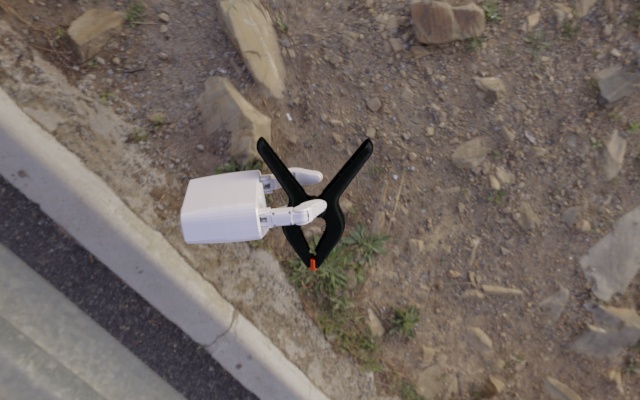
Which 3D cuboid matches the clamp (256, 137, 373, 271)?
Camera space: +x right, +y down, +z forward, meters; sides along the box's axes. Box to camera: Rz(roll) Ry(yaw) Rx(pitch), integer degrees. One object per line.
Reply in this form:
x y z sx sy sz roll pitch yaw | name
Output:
0.000 0.003 0.702 0.164 0.210 0.036 -5 19 0 | clamp
